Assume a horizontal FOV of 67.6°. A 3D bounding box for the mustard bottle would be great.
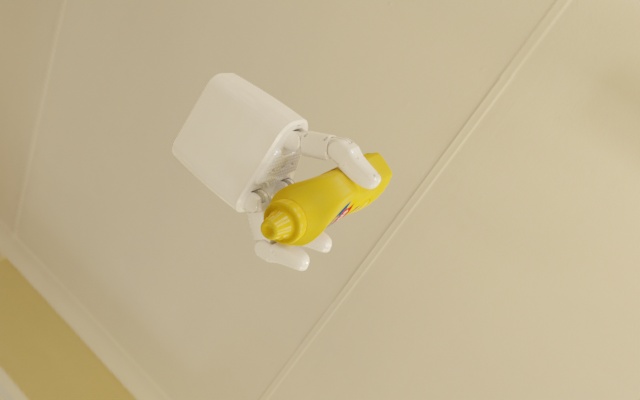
[{"bbox_3d":[0.000,0.002,0.494,0.096,0.058,0.191,-34,-4,32],"label":"mustard bottle"}]
